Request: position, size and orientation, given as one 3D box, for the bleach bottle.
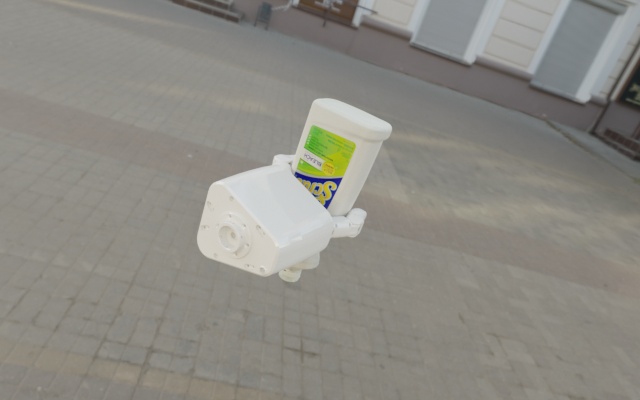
[{"bbox_3d":[0.000,0.002,0.623,0.102,0.251,0.068,29,25,22],"label":"bleach bottle"}]
